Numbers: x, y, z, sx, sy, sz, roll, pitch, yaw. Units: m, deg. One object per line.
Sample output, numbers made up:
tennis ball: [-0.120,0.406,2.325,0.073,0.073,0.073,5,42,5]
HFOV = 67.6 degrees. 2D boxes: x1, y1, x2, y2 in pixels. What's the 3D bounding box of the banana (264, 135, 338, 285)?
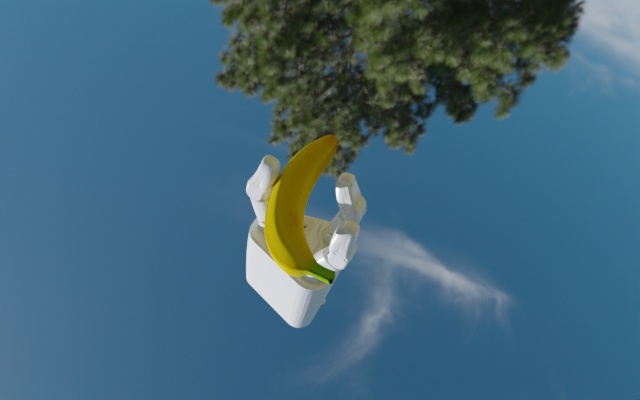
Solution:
banana: [-0.019,0.003,0.477,0.069,0.197,0.037,4,-42,-1]
